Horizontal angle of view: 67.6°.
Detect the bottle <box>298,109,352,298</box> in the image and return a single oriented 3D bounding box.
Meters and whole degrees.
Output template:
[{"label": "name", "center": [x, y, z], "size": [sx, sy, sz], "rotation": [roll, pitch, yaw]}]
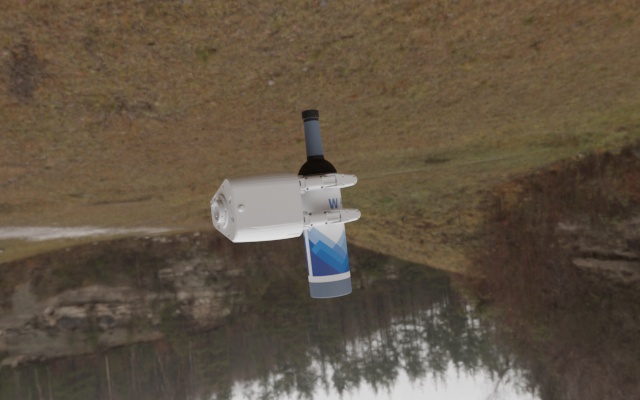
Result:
[{"label": "bottle", "center": [0.000, 0.003, 0.765], "size": [0.069, 0.295, 0.069], "rotation": [-7, -2, 0]}]
